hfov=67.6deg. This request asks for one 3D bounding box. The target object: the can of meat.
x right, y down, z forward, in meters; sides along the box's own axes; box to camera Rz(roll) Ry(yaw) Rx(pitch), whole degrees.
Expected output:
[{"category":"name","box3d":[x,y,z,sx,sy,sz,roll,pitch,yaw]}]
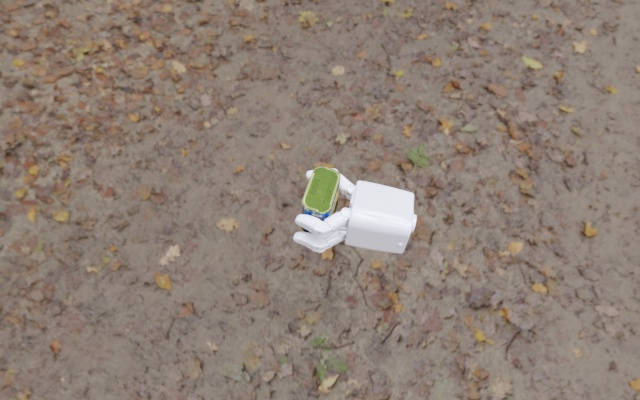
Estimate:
[{"category":"can of meat","box3d":[0.000,0.002,0.849,0.057,0.102,0.084,14,-34,6]}]
